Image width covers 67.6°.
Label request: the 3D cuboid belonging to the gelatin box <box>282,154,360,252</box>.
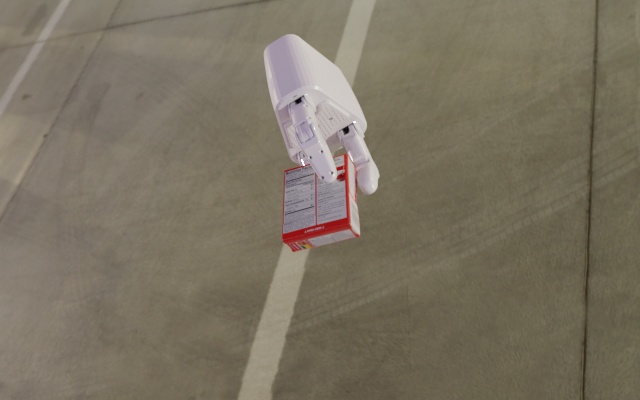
[{"bbox_3d":[0.000,0.002,0.483,0.073,0.089,0.030,-15,-37,20],"label":"gelatin box"}]
